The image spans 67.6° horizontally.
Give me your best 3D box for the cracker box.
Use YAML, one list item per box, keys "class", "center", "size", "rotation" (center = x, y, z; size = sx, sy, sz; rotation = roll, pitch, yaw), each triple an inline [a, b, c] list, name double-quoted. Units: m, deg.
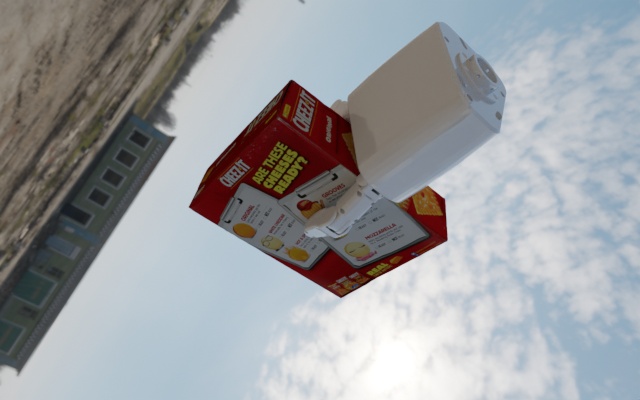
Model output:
- class: "cracker box"
  center: [0.000, 0.002, 0.501]
  size: [0.214, 0.072, 0.164]
  rotation: [35, -49, -22]
